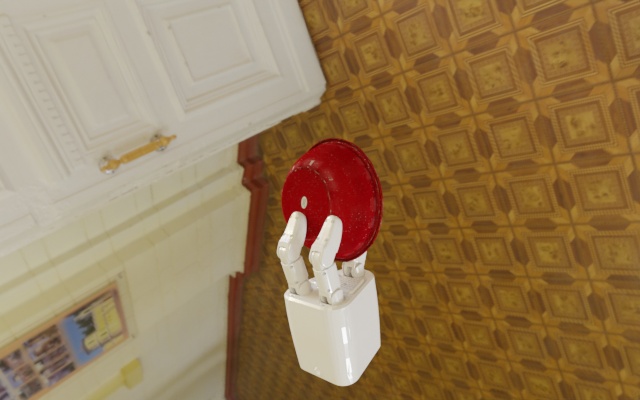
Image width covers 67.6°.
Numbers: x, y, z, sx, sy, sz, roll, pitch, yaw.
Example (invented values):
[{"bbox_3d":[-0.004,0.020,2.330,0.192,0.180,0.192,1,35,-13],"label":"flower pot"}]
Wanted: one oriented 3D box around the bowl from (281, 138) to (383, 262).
[{"bbox_3d":[0.000,0.001,0.603,0.055,0.162,0.162,-7,4,-43],"label":"bowl"}]
